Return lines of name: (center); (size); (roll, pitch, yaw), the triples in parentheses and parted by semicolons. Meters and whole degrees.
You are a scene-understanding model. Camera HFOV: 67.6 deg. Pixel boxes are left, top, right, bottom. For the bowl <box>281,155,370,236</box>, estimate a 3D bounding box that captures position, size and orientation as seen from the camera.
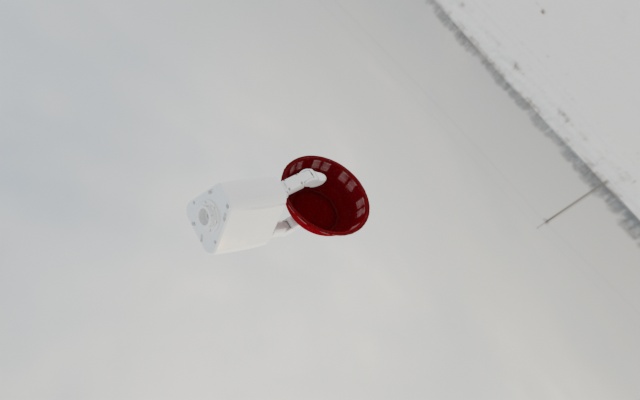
bowl: (0.001, 0.003, 0.808); (0.162, 0.162, 0.055); (0, -34, -30)
